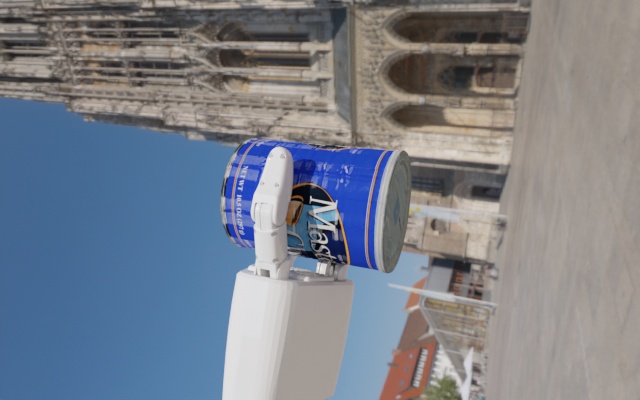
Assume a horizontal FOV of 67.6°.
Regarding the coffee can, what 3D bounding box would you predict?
[{"bbox_3d":[0.000,0.001,0.419,0.140,0.103,0.103,7,2,20],"label":"coffee can"}]
